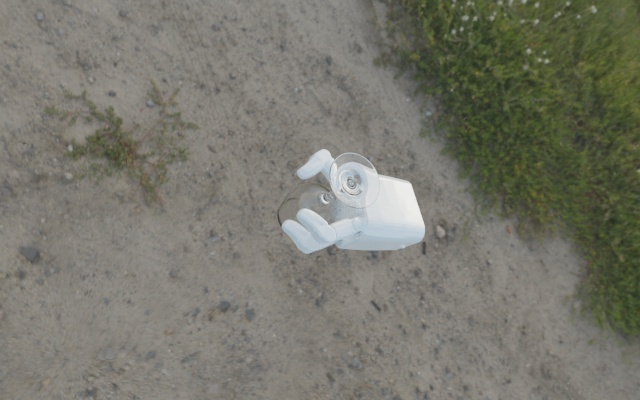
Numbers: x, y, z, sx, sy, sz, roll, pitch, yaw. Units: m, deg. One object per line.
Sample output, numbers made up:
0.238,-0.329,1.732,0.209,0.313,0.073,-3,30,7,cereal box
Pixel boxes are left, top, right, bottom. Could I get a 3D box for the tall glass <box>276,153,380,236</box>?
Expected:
0.000,0.002,0.686,0.079,0.079,0.201,0,-16,-28,tall glass
